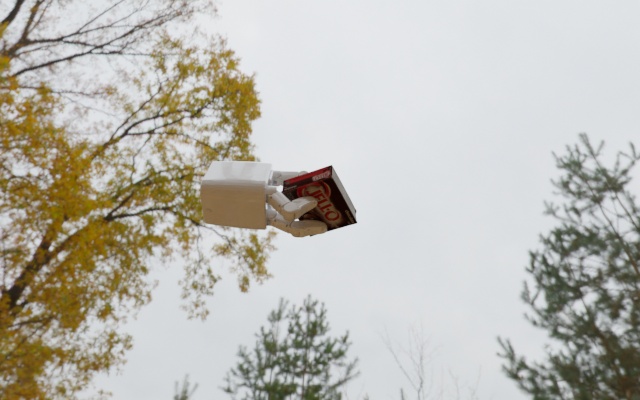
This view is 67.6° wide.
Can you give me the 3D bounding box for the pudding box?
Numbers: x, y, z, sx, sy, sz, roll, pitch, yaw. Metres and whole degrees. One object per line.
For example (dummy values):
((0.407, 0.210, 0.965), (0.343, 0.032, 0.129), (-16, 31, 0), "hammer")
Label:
((0.000, 0.002, 0.793), (0.090, 0.039, 0.114), (-17, -48, 19), "pudding box")
